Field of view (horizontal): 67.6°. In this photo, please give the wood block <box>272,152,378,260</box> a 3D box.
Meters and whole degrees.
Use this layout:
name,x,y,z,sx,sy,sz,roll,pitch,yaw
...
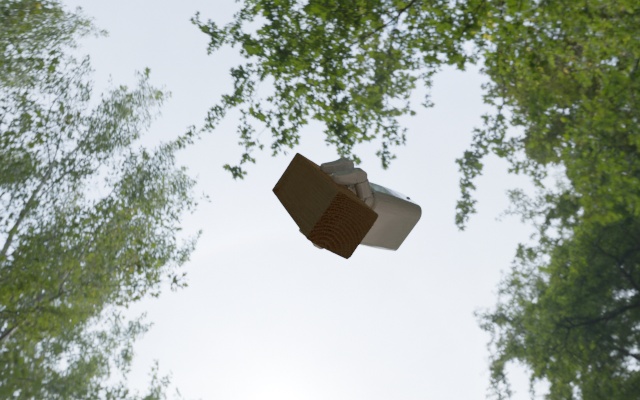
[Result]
name,x,y,z,sx,sy,sz,roll,pitch,yaw
wood block,0.000,0.003,0.821,0.090,0.091,0.206,29,9,-29
